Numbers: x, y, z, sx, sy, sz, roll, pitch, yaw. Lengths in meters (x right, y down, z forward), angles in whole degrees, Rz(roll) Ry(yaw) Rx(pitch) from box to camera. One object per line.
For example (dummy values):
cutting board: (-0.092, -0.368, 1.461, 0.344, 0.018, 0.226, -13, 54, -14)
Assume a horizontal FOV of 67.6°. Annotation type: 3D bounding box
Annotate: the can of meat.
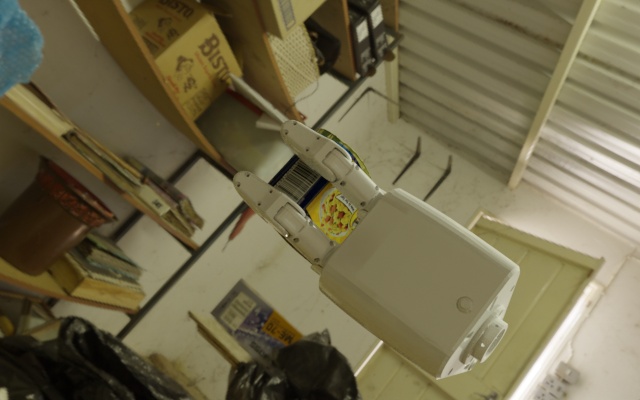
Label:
can of meat: (0.000, 0.001, 0.410, 0.057, 0.084, 0.102, 34, -13, 36)
